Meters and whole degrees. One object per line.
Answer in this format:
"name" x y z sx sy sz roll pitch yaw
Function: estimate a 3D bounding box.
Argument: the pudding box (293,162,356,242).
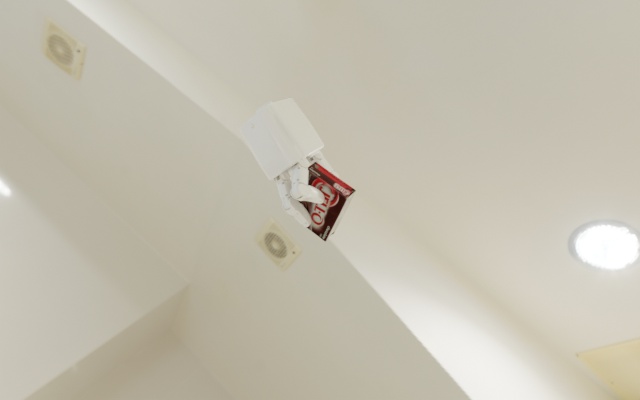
"pudding box" 0.000 0.003 0.832 0.090 0.114 0.039 37 43 15
